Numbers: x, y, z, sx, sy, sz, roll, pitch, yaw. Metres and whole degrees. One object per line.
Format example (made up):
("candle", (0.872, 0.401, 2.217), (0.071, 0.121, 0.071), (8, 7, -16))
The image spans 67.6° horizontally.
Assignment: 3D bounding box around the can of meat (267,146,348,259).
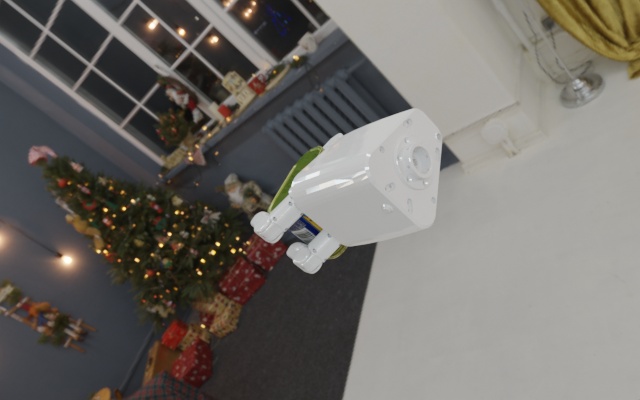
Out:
("can of meat", (0.000, 0.002, 0.543), (0.084, 0.102, 0.057), (41, -29, -23))
